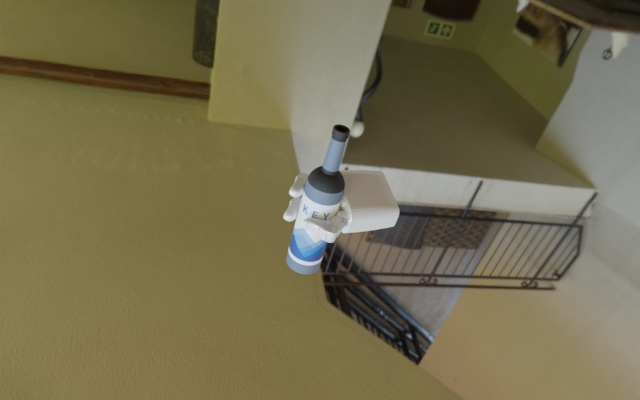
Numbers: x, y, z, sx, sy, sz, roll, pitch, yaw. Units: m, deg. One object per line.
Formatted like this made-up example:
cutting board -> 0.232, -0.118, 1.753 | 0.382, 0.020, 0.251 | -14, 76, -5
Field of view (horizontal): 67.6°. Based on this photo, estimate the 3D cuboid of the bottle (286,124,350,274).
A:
bottle -> 0.000, 0.003, 0.831 | 0.069, 0.296, 0.069 | 11, 36, -8
